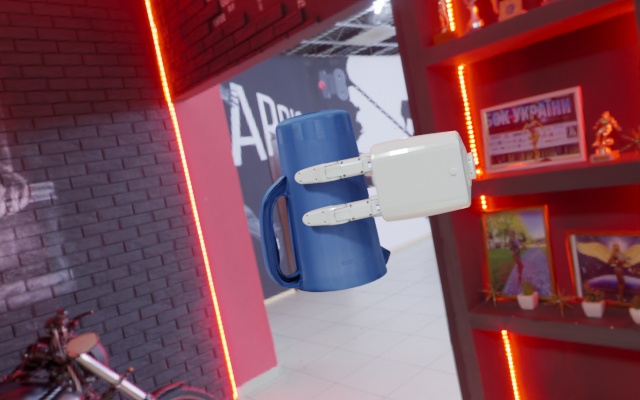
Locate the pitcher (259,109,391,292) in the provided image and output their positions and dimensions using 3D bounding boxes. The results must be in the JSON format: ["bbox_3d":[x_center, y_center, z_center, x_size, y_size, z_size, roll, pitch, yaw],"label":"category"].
[{"bbox_3d":[0.000,0.002,0.675,0.145,0.243,0.149,-9,4,24],"label":"pitcher"}]
